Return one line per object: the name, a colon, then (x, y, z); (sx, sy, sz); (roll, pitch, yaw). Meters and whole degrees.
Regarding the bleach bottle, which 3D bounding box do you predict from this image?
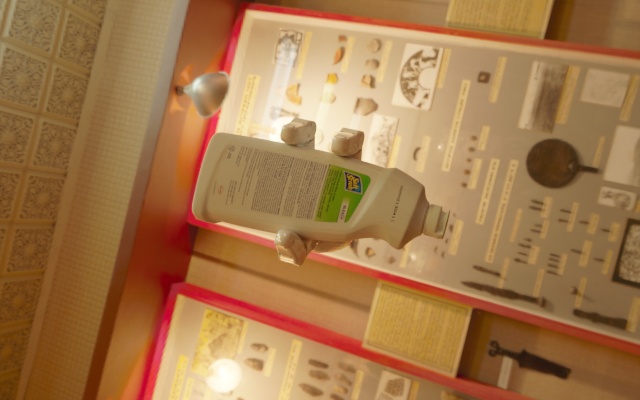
bleach bottle: (0.000, 0.001, 0.484); (0.251, 0.102, 0.068); (14, 0, 16)
